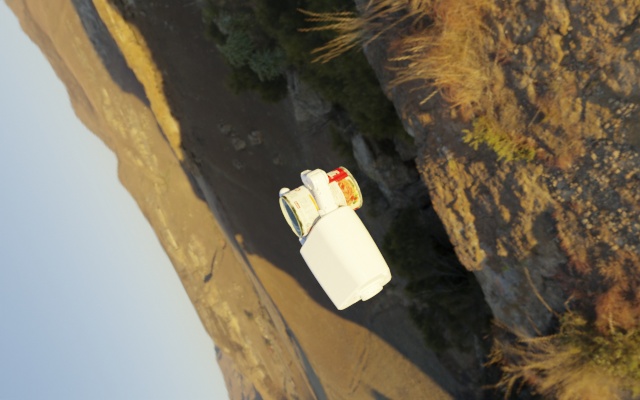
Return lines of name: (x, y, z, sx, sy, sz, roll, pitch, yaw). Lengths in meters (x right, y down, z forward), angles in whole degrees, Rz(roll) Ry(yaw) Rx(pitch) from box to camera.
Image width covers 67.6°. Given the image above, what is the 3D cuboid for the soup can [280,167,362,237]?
soup can: (0.000, 0.002, 0.699, 0.102, 0.068, 0.068, -27, 8, -17)
